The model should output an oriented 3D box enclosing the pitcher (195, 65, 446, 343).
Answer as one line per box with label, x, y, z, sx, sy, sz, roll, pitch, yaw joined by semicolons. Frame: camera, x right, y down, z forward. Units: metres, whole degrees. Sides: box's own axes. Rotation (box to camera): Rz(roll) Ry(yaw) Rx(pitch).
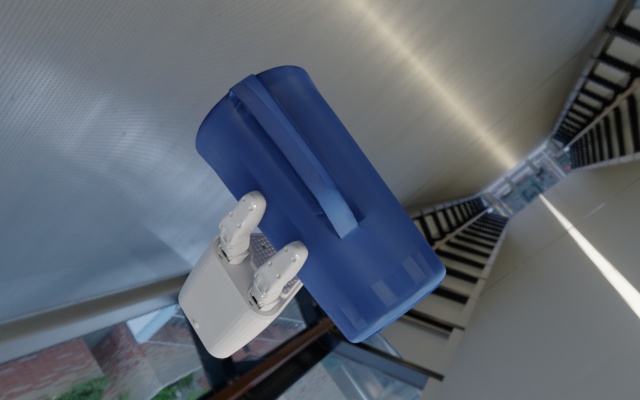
pitcher;0.000;0.002;0.438;0.149;0.242;0.145;-21;-21;-50
